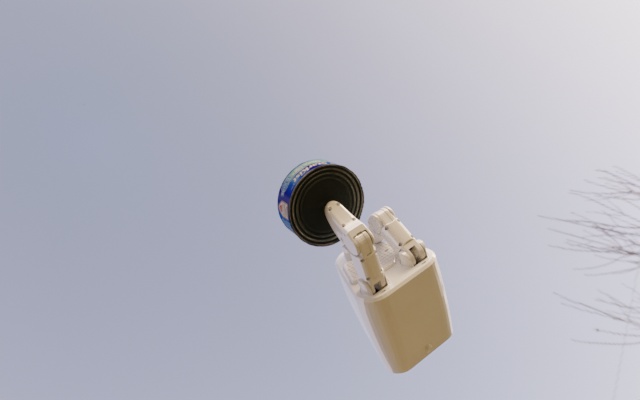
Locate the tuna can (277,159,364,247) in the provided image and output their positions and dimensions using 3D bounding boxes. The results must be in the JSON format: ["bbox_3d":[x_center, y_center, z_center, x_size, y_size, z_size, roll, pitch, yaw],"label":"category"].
[{"bbox_3d":[0.000,0.001,0.490,0.086,0.086,0.033,0,15,-29],"label":"tuna can"}]
